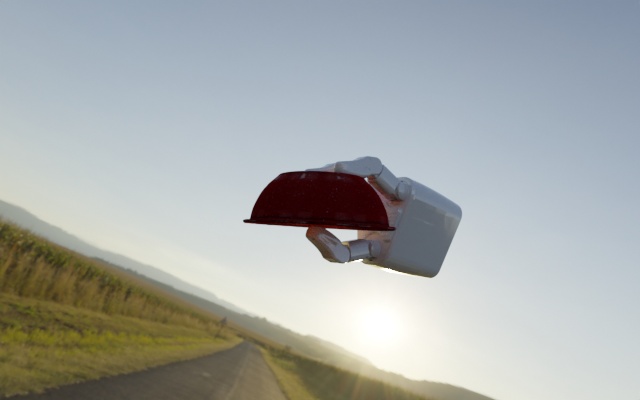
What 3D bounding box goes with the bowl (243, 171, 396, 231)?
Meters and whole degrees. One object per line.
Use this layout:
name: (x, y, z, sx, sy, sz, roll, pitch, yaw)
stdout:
bowl: (-0.001, 0.001, 0.508, 0.162, 0.055, 0.162, 3, -4, 0)
